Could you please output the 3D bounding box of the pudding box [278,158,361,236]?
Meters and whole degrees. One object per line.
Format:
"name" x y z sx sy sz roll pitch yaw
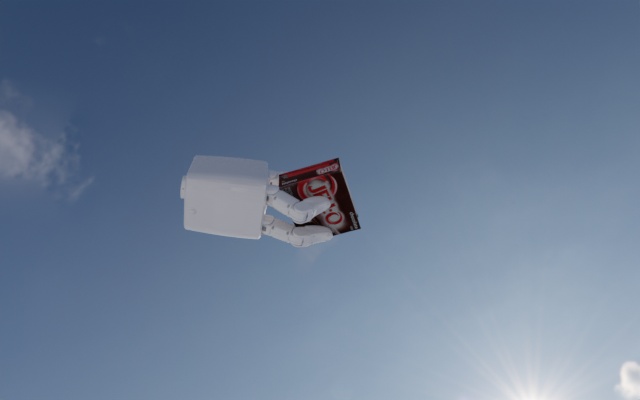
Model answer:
"pudding box" 0.000 0.002 0.679 0.090 0.114 0.039 -15 40 9
